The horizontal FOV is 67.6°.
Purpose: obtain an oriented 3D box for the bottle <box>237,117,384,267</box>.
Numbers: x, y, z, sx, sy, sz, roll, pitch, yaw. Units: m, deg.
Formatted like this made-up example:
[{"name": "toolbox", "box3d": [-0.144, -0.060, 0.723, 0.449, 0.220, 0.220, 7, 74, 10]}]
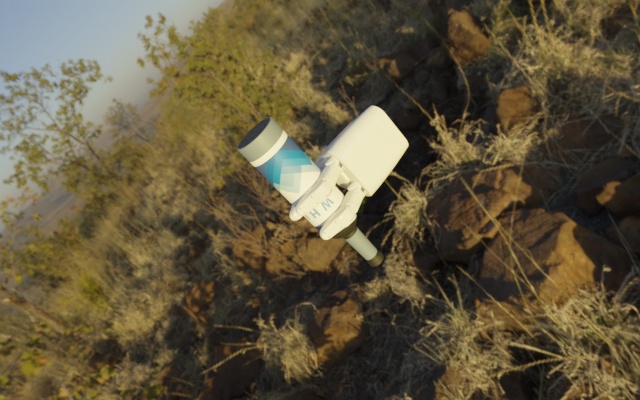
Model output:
[{"name": "bottle", "box3d": [0.000, 0.002, 0.731, 0.296, 0.069, 0.069, 46, -23, -24]}]
